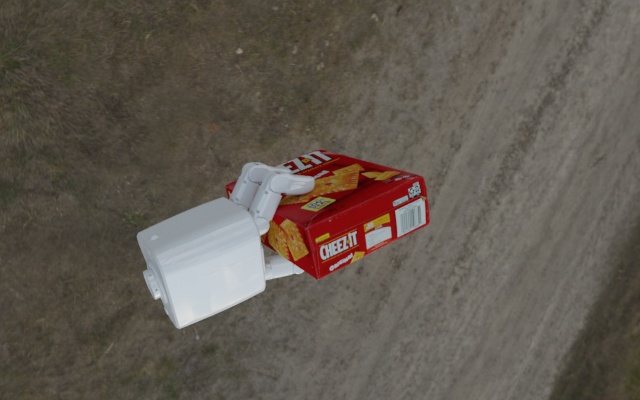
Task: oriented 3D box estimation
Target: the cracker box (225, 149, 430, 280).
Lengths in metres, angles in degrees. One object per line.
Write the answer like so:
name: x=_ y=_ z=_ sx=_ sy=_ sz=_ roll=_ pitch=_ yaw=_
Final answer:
cracker box: x=0.000 y=0.002 z=0.593 sx=0.164 sy=0.072 sz=0.213 roll=-23 pitch=25 yaw=-27
